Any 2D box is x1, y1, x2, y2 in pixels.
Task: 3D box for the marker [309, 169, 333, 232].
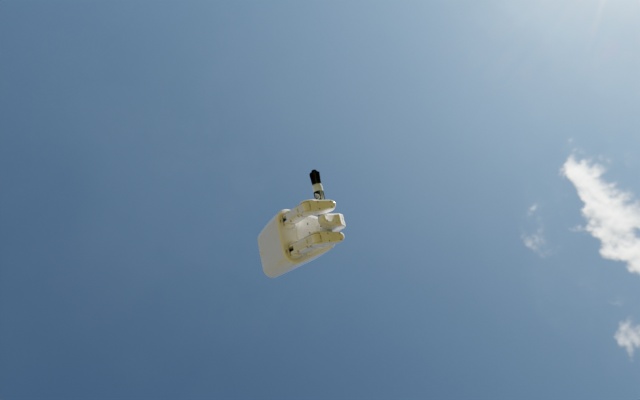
[{"bbox_3d":[0.000,0.003,0.816,0.020,0.121,0.020,-11,-20,-4],"label":"marker"}]
